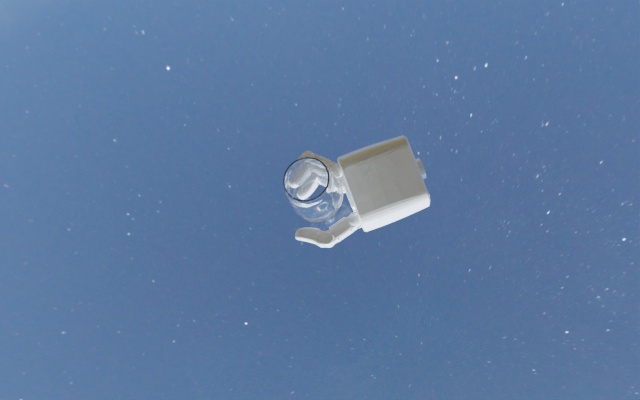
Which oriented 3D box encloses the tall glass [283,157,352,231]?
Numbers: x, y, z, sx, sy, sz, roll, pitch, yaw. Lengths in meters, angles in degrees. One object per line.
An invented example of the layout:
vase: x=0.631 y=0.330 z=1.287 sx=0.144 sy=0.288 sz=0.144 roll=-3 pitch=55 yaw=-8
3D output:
tall glass: x=0.000 y=0.003 z=0.708 sx=0.079 sy=0.079 sz=0.201 roll=0 pitch=-17 yaw=12
